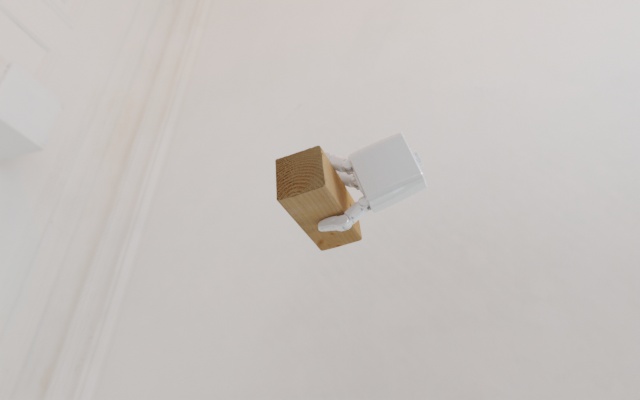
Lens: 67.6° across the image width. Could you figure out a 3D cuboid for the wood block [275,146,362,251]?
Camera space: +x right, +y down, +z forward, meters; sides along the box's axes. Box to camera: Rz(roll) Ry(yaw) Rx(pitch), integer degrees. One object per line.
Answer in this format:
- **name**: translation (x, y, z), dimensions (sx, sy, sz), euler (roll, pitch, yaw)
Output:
- **wood block**: translation (0.001, 0.003, 0.889), dimensions (0.090, 0.090, 0.206), euler (-17, -35, 15)
